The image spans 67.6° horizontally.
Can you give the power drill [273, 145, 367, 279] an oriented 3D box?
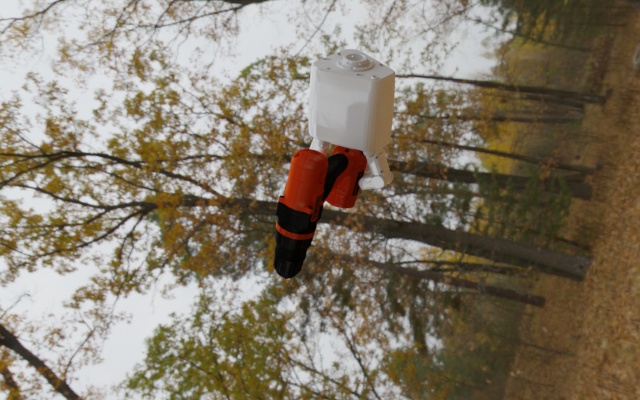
[{"bbox_3d":[0.000,0.002,0.678,0.057,0.184,0.187,23,26,16],"label":"power drill"}]
